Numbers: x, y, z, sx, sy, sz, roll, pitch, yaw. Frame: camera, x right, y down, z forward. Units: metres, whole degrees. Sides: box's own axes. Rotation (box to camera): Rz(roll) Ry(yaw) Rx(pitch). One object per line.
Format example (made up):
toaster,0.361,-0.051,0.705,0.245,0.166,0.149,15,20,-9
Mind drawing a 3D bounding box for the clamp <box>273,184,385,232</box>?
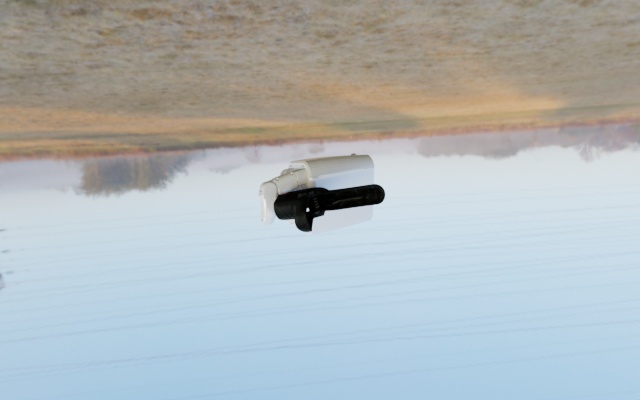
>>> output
clamp,0.000,0.003,0.609,0.120,0.039,0.171,-12,12,-21
